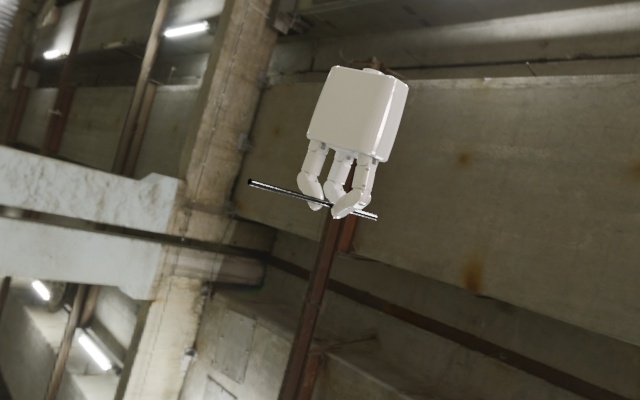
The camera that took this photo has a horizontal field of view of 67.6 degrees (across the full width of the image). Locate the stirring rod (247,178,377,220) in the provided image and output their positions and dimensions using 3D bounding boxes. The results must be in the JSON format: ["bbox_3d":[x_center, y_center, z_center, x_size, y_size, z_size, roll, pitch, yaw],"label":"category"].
[{"bbox_3d":[0.000,0.002,0.639,0.011,0.011,0.239,0,-12,44],"label":"stirring rod"}]
